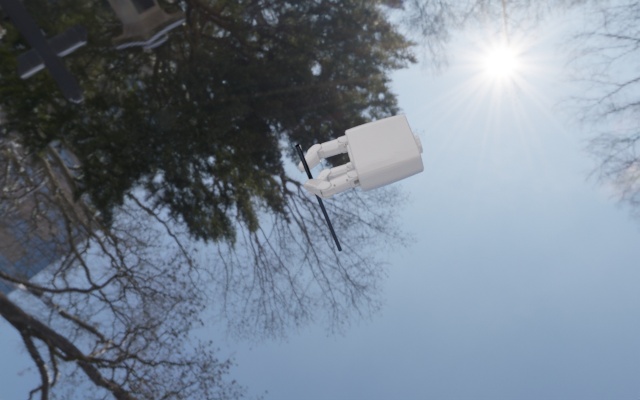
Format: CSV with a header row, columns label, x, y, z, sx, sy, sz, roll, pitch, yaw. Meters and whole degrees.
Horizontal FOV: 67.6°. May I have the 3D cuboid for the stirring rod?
label,x,y,z,sx,sy,sz,roll,pitch,yaw
stirring rod,0.000,0.003,0.838,0.011,0.240,0.011,-15,36,11
